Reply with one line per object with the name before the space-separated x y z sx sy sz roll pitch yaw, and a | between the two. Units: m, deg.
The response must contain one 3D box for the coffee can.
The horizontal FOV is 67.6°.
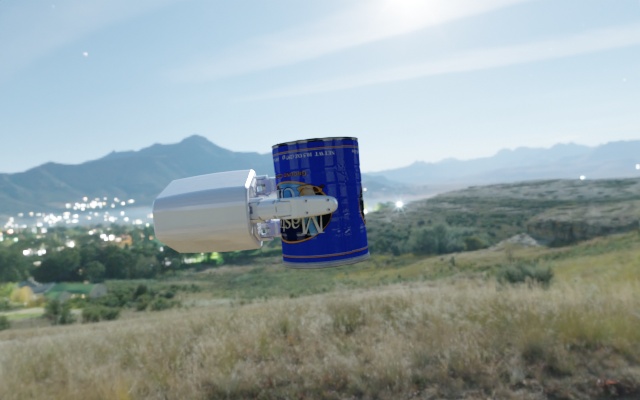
coffee can | 0.000 0.002 0.559 0.103 0.140 0.103 -6 1 0
